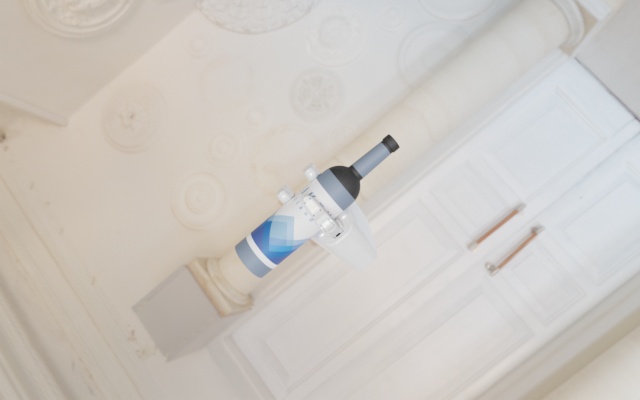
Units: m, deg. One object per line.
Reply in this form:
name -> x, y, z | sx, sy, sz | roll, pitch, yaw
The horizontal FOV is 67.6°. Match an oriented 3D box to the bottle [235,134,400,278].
bottle -> 0.000, 0.003, 0.740 | 0.296, 0.069, 0.069 | -40, -4, 4
